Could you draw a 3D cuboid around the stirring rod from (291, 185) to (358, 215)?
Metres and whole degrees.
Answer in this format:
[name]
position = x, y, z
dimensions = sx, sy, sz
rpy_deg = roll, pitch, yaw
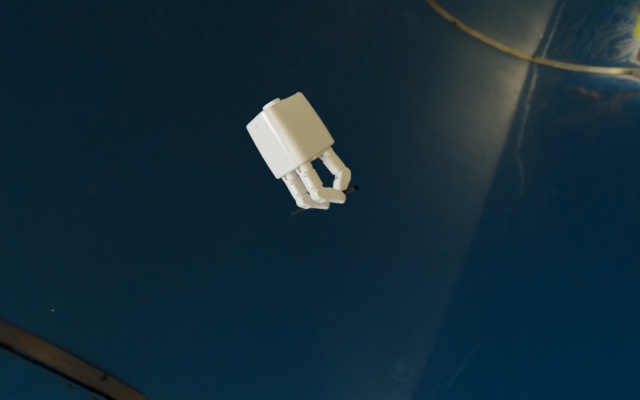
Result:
[stirring rod]
position = 0.000, 0.003, 0.872
dimensions = 0.011, 0.011, 0.239
rpy_deg = 0, -11, -29
